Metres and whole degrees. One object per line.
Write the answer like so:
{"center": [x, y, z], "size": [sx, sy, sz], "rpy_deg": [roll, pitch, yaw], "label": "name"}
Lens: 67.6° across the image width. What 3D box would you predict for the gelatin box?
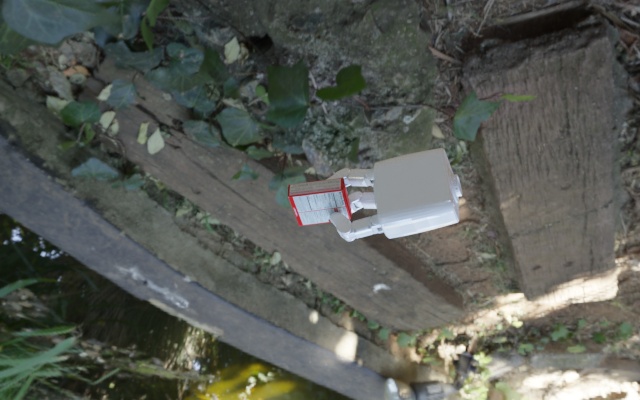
{"center": [0.000, 0.003, 0.752], "size": [0.089, 0.030, 0.073], "rpy_deg": [-8, -42, 9], "label": "gelatin box"}
